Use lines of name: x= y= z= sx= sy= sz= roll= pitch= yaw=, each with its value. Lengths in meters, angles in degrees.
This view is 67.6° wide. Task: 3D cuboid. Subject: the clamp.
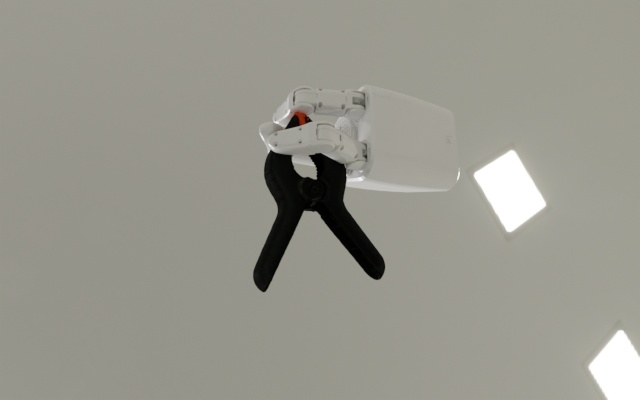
clamp: x=0.000 y=0.001 z=0.442 sx=0.120 sy=0.171 sz=0.039 roll=9 pitch=-21 yaw=-23
